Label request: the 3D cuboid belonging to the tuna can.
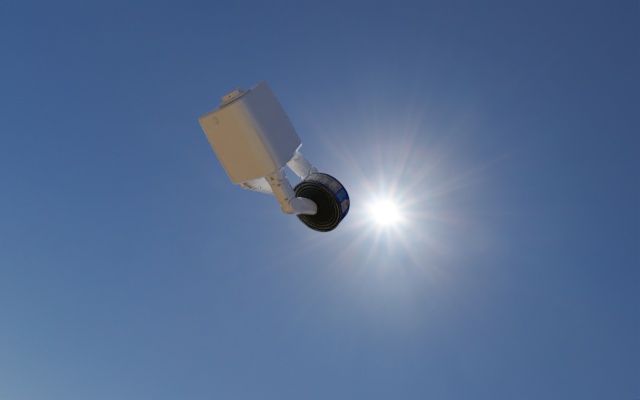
[{"bbox_3d":[0.000,0.002,0.710,0.086,0.086,0.033,0,29,34],"label":"tuna can"}]
